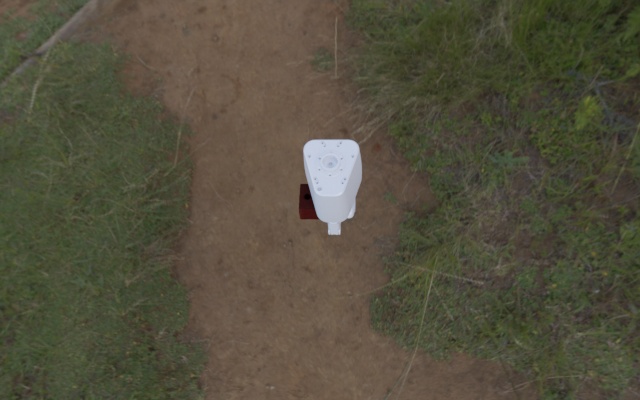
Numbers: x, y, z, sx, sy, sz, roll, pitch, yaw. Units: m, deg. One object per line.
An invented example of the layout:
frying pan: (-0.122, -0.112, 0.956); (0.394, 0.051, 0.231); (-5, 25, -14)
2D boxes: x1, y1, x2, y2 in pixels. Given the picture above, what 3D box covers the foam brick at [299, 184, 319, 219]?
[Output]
foam brick: (0.000, 0.003, 0.886); (0.078, 0.053, 0.051); (1, -25, 5)
